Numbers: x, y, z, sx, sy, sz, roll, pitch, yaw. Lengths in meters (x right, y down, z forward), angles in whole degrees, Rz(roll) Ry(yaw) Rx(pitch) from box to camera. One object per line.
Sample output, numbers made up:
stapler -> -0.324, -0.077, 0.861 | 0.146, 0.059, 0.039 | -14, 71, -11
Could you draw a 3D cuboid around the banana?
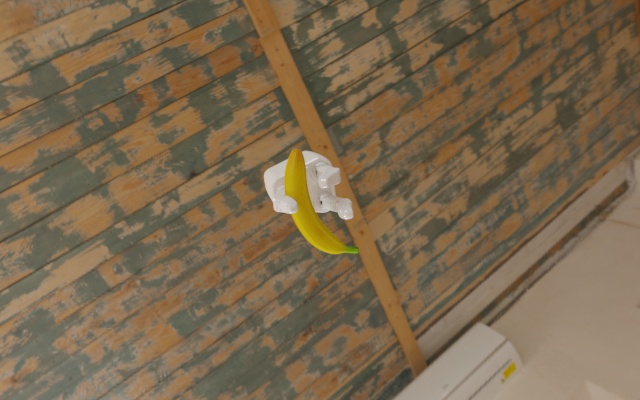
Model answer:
banana -> -0.014, 0.014, 0.763 | 0.069, 0.198, 0.037 | -30, 16, 6
